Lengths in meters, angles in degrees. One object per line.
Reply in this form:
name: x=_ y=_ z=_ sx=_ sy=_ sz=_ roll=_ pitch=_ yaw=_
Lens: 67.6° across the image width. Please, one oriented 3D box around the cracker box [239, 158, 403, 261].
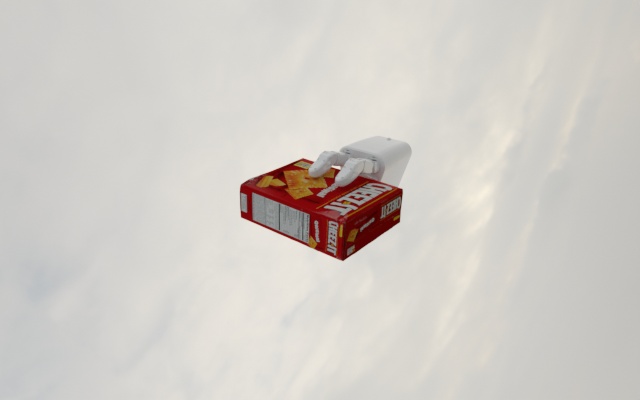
cracker box: x=0.000 y=0.003 z=0.775 sx=0.213 sy=0.072 sz=0.164 roll=19 pitch=31 yaw=34
